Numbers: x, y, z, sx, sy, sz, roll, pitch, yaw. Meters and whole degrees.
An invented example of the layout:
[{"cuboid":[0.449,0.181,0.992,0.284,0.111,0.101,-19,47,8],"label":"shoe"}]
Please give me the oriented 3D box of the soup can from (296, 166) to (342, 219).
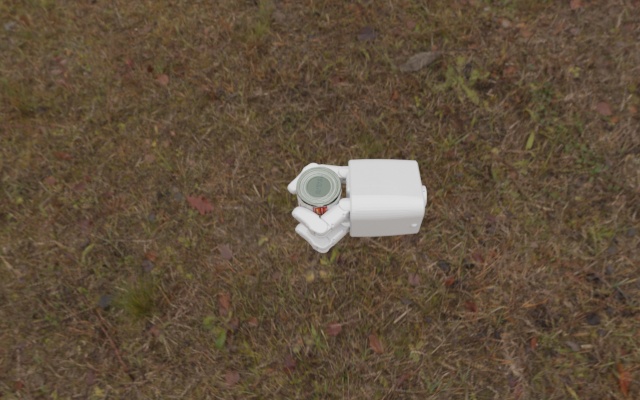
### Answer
[{"cuboid":[0.000,0.002,0.727,0.068,0.068,0.102,0,-28,3],"label":"soup can"}]
